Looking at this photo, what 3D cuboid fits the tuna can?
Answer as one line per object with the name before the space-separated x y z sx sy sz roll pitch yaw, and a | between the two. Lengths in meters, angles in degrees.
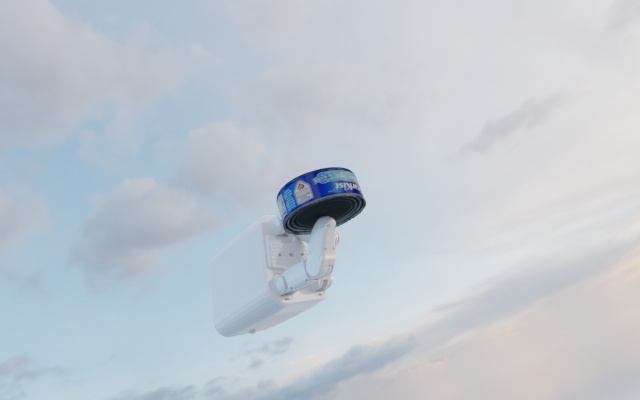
tuna can | 0.000 0.001 0.478 0.086 0.033 0.086 -16 -22 -7
